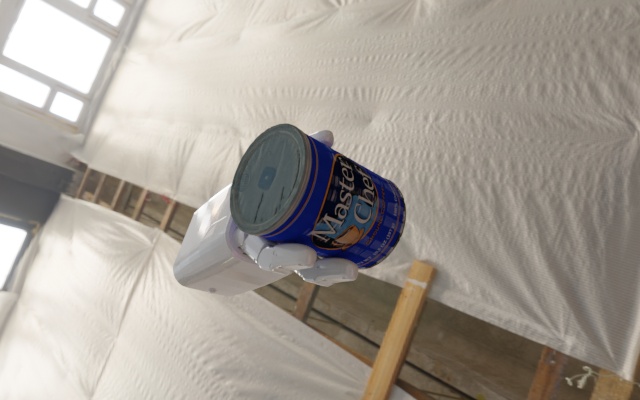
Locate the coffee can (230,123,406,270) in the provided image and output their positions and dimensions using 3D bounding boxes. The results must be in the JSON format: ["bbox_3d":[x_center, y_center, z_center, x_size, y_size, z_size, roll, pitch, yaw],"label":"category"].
[{"bbox_3d":[0.000,0.001,0.459,0.140,0.102,0.103,24,-16,-41],"label":"coffee can"}]
